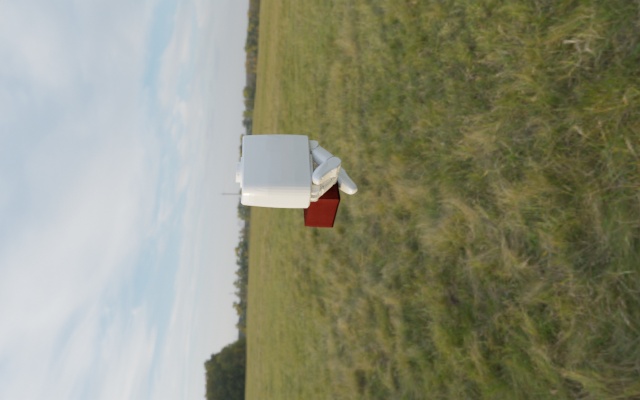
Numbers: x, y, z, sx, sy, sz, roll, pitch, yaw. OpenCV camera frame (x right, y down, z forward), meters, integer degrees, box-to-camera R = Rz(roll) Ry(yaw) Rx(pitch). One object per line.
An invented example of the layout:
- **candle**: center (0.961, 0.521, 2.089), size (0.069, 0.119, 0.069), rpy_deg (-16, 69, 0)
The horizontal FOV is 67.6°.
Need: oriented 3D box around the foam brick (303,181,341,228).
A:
- **foam brick**: center (0.000, 0.003, 0.816), size (0.051, 0.053, 0.078), rpy_deg (1, -41, -10)
